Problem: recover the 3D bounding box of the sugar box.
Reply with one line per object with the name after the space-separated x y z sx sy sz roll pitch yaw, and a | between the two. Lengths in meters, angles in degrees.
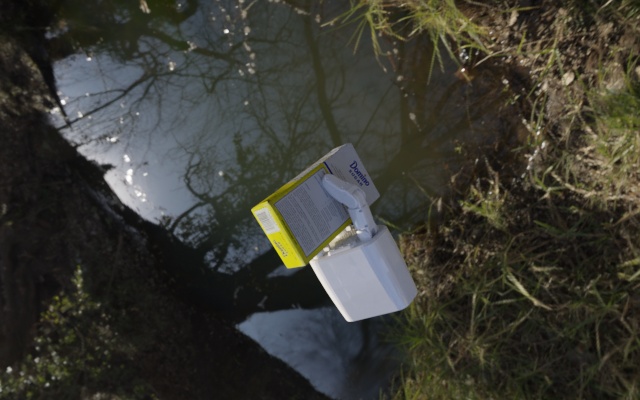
0.000 0.002 0.641 0.048 0.093 0.176 -18 16 47 | sugar box
